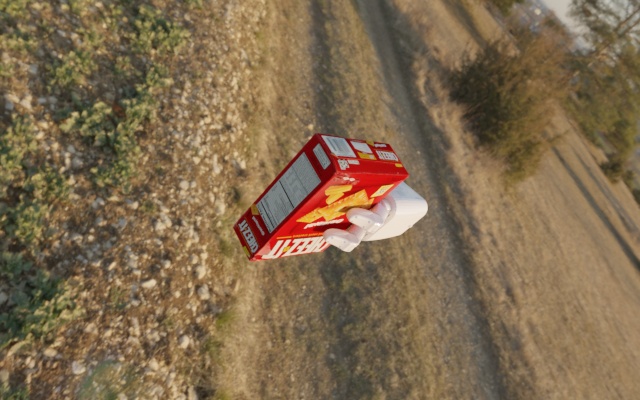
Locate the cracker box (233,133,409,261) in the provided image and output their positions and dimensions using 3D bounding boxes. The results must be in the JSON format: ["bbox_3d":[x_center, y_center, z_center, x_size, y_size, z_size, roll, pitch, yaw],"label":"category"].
[{"bbox_3d":[0.000,0.002,0.699,0.164,0.072,0.214,-1,-36,-48],"label":"cracker box"}]
